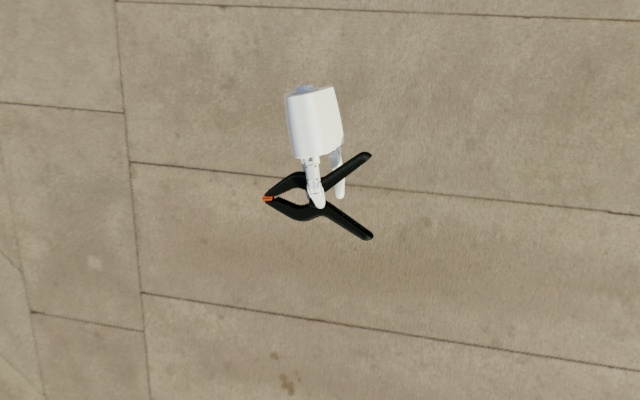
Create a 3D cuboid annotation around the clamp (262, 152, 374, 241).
[{"bbox_3d":[-0.001,0.003,0.870,0.210,0.164,0.036,-6,16,14],"label":"clamp"}]
